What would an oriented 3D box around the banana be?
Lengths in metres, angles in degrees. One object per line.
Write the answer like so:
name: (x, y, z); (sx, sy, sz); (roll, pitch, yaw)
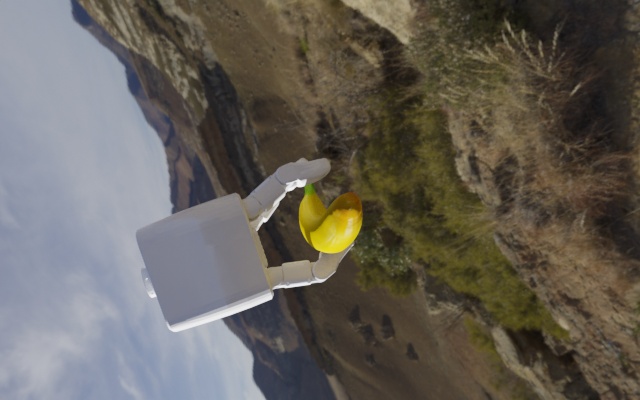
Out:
banana: (0.004, 0.019, 0.473); (0.037, 0.069, 0.198); (-16, 10, -12)
